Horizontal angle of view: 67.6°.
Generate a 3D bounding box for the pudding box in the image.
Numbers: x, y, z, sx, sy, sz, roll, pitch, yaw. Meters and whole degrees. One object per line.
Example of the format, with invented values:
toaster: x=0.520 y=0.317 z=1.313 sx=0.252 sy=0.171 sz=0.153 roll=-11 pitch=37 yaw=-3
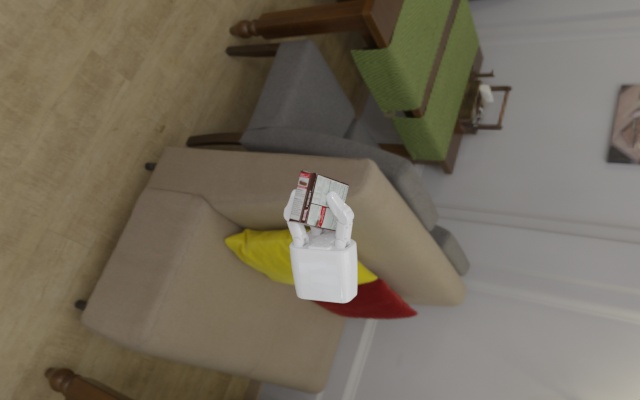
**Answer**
pudding box: x=0.000 y=0.003 z=0.829 sx=0.039 sy=0.090 sz=0.113 roll=11 pitch=-3 yaw=32
